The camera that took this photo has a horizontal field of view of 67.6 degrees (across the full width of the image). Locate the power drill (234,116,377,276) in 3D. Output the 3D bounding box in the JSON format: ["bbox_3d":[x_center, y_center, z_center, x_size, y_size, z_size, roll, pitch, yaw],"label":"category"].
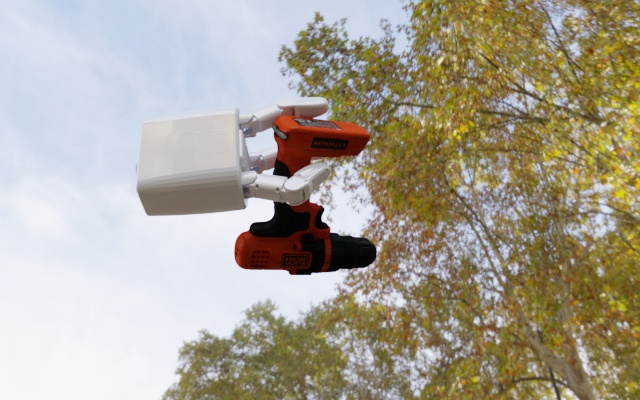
[{"bbox_3d":[0.000,0.001,0.563,0.184,0.188,0.057,3,21,-24],"label":"power drill"}]
